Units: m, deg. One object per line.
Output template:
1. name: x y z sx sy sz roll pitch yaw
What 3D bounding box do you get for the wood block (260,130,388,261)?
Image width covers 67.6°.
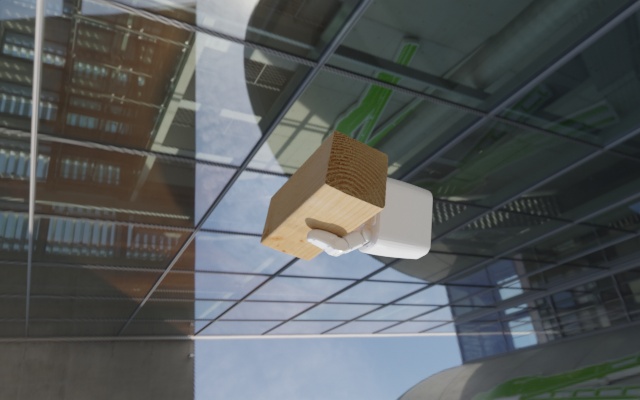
1. wood block: 0.000 0.003 0.693 0.090 0.090 0.206 22 -35 -20
